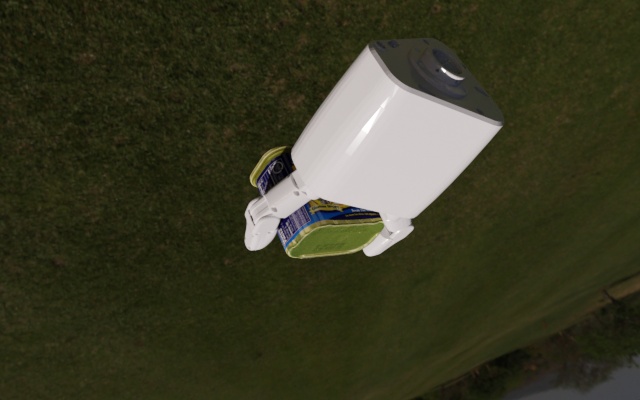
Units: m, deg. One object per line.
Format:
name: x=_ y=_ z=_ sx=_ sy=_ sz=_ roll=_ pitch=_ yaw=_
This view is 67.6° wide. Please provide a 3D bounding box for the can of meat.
can of meat: x=0.000 y=0.002 z=0.427 sx=0.102 sy=0.084 sz=0.057 roll=-1 pitch=-37 yaw=-41
